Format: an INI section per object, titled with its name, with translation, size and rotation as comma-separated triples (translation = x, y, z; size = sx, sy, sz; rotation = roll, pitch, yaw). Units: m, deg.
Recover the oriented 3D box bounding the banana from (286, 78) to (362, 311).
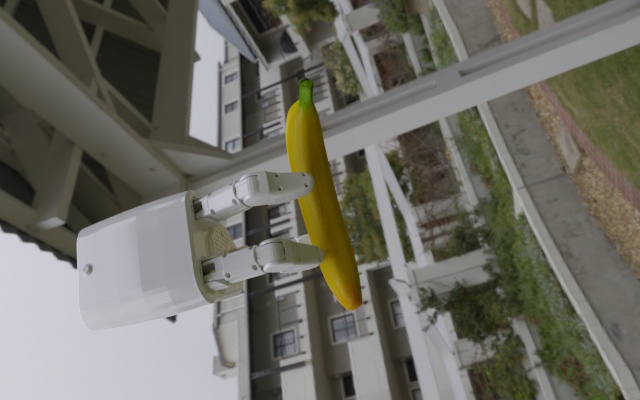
[banana]
translation = -0.001, -0.002, 0.426
size = 0.037, 0.198, 0.069
rotation = -14, 1, -2
